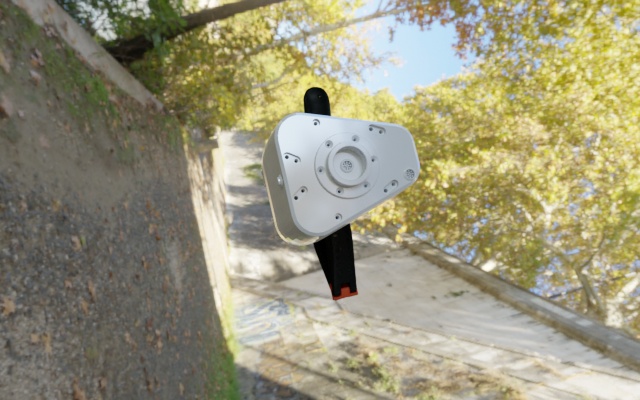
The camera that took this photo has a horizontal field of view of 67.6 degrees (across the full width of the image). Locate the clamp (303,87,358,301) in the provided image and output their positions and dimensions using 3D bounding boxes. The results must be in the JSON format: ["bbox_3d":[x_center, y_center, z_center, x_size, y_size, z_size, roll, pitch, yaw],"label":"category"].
[{"bbox_3d":[0.001,0.002,0.525,0.036,0.210,0.164,-11,-4,-13],"label":"clamp"}]
